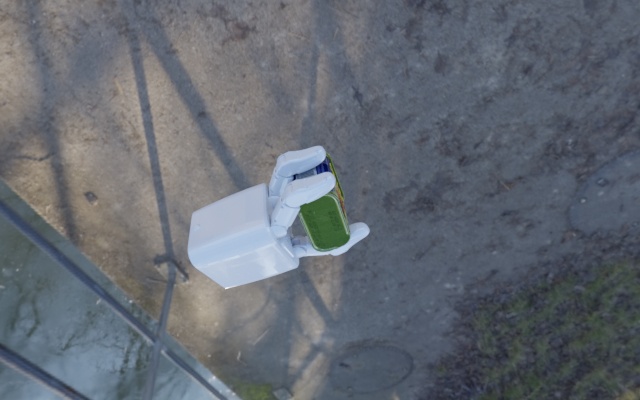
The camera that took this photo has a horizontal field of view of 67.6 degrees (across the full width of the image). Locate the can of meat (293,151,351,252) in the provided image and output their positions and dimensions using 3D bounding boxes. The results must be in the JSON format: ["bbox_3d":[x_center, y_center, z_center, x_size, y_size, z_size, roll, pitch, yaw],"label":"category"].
[{"bbox_3d":[0.000,0.002,0.602,0.057,0.102,0.083,-17,40,6],"label":"can of meat"}]
